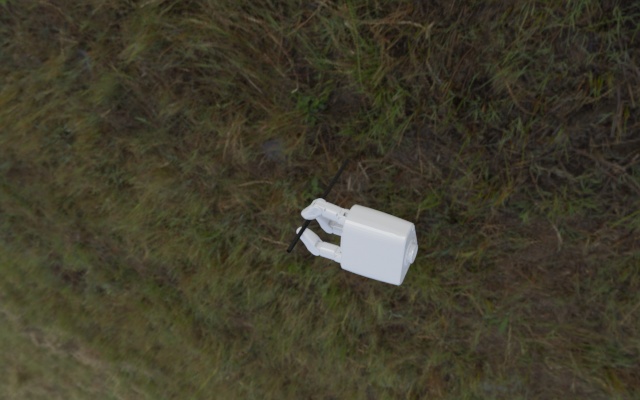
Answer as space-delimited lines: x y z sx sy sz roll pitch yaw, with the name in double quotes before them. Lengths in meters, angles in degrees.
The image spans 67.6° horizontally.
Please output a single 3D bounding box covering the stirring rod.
"stirring rod" 0.000 0.003 0.866 0.011 0.011 0.239 0 43 38
